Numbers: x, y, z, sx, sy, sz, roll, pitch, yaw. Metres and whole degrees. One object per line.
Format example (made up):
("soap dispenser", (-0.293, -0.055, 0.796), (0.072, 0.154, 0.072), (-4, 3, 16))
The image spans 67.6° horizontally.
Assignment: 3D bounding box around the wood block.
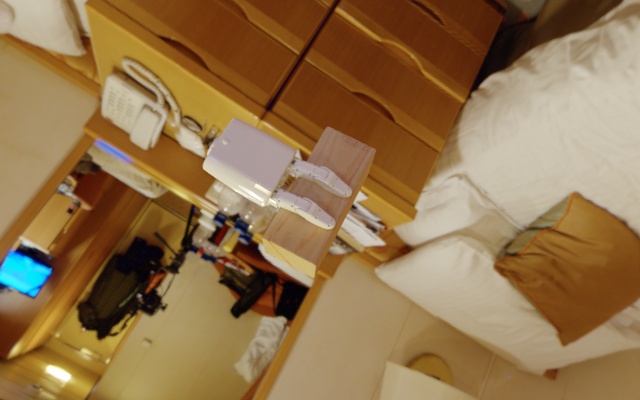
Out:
("wood block", (0.000, 0.002, 0.747), (0.090, 0.206, 0.091), (27, -20, 7))
